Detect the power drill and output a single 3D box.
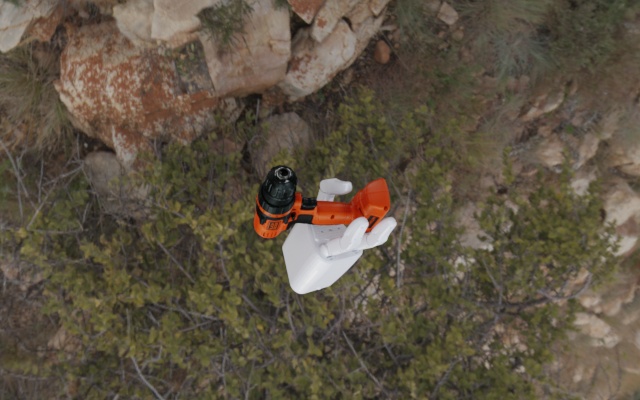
[{"bbox_3d":[0.000,0.002,0.693,0.187,0.057,0.184,1,-23,-14],"label":"power drill"}]
